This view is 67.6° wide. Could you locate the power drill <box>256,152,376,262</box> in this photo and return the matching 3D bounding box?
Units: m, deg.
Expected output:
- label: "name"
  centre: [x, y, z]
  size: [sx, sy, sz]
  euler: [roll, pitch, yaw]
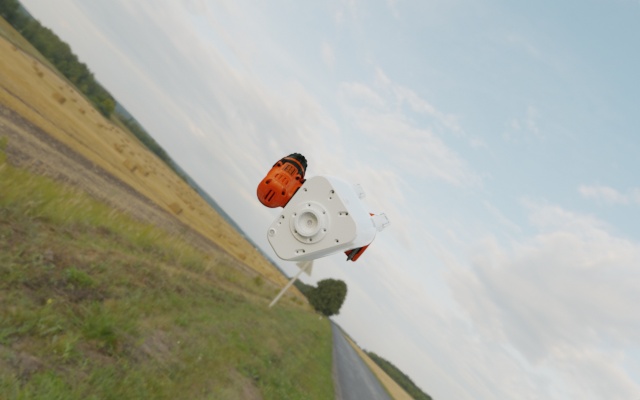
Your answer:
- label: "power drill"
  centre: [0.000, 0.003, 0.744]
  size: [0.187, 0.057, 0.184]
  euler: [34, 24, -2]
